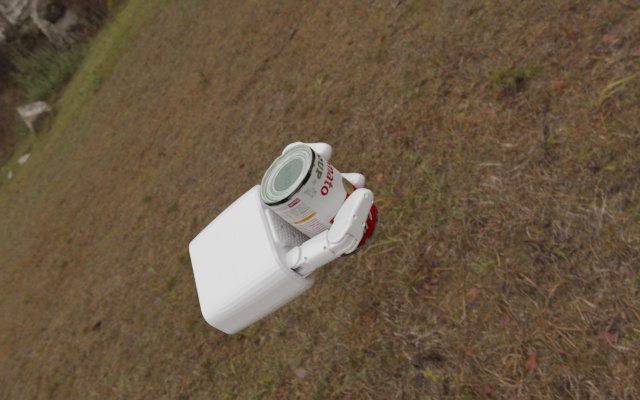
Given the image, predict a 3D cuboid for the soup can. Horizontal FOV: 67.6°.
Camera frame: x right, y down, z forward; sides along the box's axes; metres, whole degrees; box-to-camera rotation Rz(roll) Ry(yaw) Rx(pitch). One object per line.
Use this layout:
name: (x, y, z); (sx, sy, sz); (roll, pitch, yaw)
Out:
soup can: (0.000, 0.001, 0.459); (0.068, 0.068, 0.102); (0, -32, 48)
